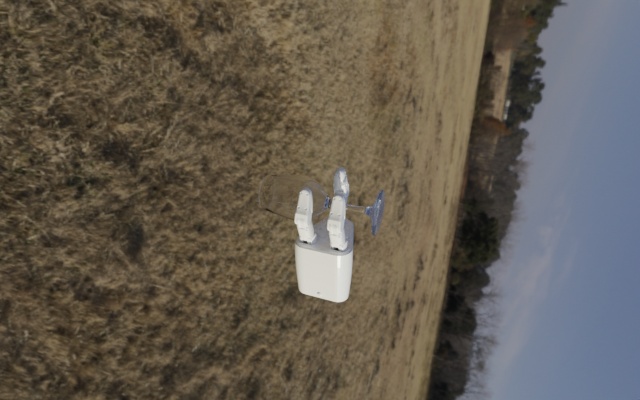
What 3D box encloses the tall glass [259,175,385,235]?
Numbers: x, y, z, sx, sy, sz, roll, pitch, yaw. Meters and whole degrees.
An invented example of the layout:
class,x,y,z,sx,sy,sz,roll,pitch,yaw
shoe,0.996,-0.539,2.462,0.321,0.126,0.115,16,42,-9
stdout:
class,x,y,z,sx,sy,sz,roll,pitch,yaw
tall glass,0.001,0.003,0.791,0.201,0.079,0.079,11,3,18
